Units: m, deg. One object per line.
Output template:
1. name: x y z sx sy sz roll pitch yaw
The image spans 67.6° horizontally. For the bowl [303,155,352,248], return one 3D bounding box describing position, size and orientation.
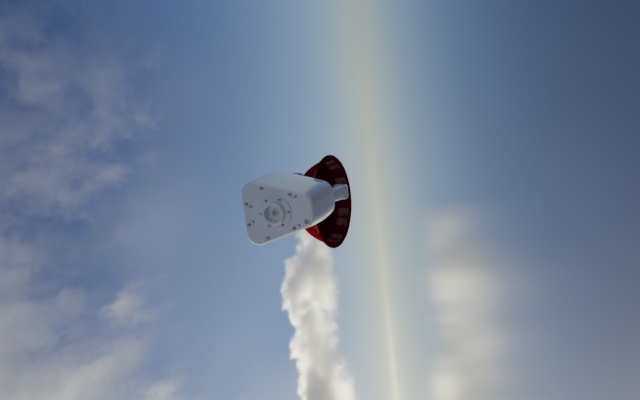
1. bowl: 0.000 0.003 0.839 0.055 0.162 0.162 -3 -1 26
